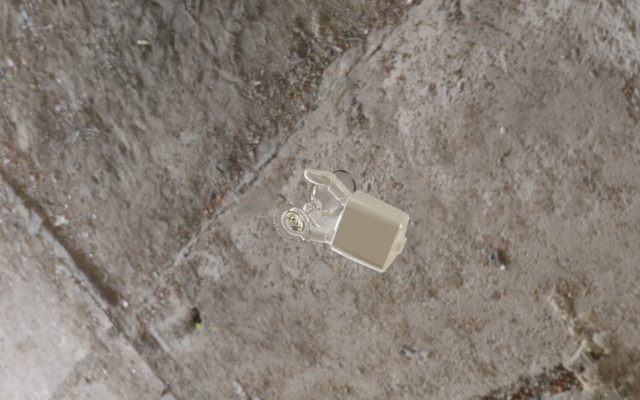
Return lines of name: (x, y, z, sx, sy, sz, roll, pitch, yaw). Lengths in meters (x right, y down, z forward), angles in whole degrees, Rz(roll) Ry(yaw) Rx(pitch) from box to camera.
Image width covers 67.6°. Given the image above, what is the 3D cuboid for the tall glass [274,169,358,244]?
tall glass: (0.000, 0.003, 0.887, 0.079, 0.079, 0.201, 0, 22, 32)
